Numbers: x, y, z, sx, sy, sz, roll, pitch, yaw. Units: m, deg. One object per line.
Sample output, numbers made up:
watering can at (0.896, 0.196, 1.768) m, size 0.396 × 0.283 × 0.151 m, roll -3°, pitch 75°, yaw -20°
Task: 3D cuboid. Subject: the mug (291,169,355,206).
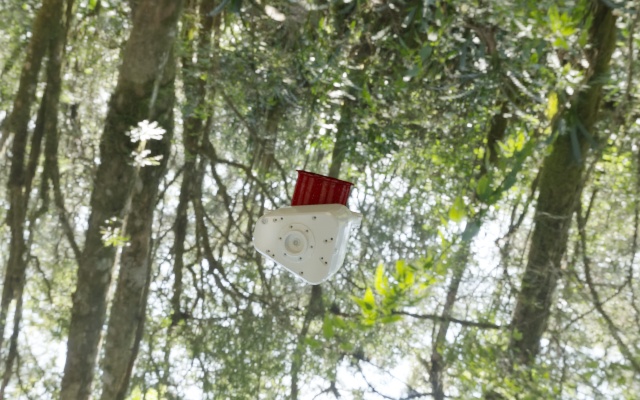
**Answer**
mug at (0.000, 0.003, 0.741) m, size 0.093 × 0.081 × 0.117 m, roll 15°, pitch 5°, yaw 11°
